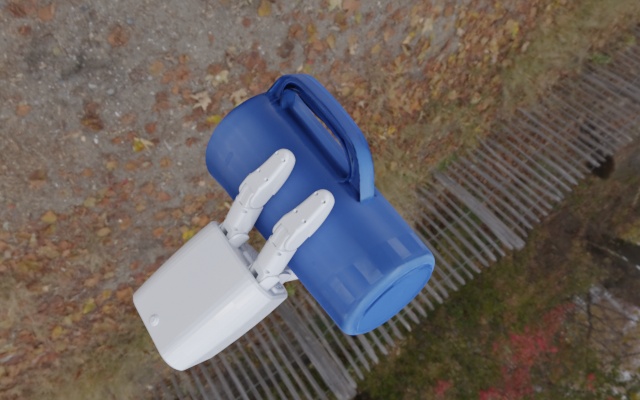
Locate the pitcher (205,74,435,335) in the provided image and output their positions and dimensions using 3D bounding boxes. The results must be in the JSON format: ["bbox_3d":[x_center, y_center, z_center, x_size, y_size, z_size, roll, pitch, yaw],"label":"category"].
[{"bbox_3d":[0.000,0.002,0.477,0.145,0.242,0.149,-40,-27,-1],"label":"pitcher"}]
